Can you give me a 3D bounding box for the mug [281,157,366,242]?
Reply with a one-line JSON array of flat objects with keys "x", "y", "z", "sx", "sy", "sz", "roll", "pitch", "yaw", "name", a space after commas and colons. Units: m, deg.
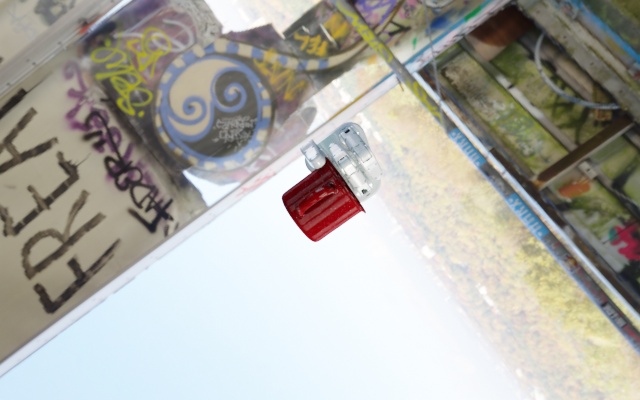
[{"x": 0.000, "y": 0.002, "z": 0.628, "sx": 0.081, "sy": 0.093, "sz": 0.117, "roll": -36, "pitch": -6, "yaw": 6, "name": "mug"}]
